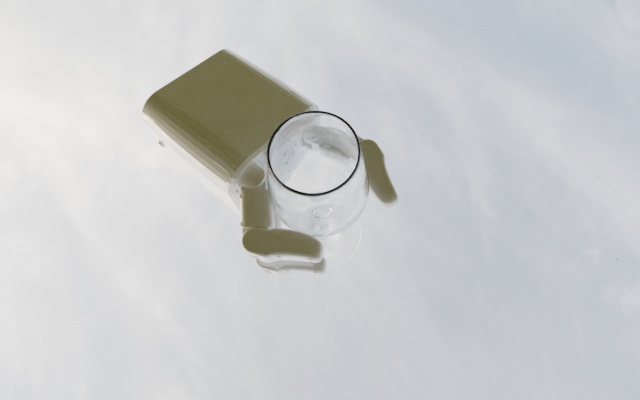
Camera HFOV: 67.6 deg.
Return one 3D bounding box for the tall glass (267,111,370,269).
[{"bbox_3d":[0.000,0.002,0.404,0.079,0.079,0.201,0,-19,3],"label":"tall glass"}]
